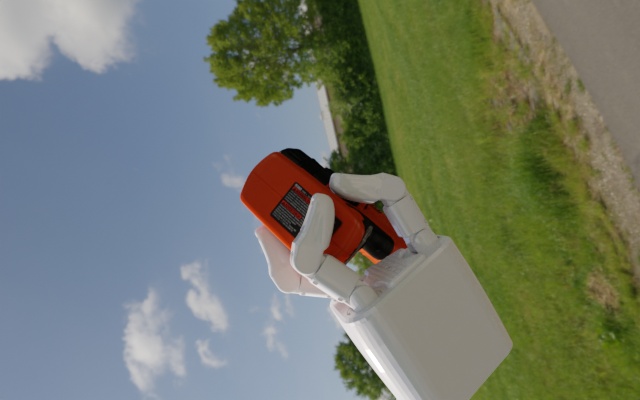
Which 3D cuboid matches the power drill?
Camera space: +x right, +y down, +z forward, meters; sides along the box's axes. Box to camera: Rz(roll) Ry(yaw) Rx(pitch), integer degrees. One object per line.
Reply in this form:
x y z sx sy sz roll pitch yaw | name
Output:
0.000 0.002 0.461 0.184 0.057 0.187 39 11 15 | power drill
